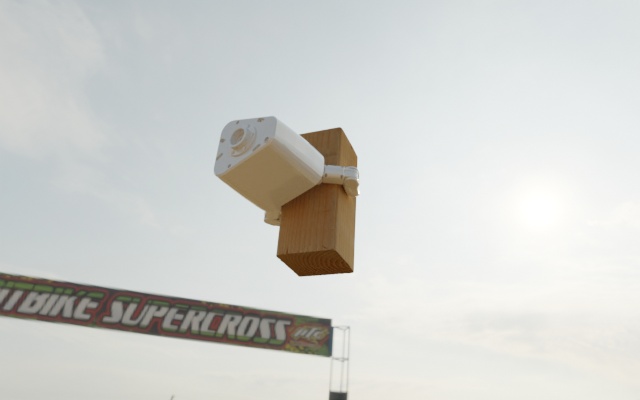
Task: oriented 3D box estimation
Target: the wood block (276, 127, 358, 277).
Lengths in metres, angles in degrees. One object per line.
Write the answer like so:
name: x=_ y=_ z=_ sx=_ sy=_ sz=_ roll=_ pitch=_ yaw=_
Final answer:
wood block: x=0.000 y=0.002 z=0.729 sx=0.091 sy=0.206 sz=0.090 roll=-7 pitch=-31 yaw=20
